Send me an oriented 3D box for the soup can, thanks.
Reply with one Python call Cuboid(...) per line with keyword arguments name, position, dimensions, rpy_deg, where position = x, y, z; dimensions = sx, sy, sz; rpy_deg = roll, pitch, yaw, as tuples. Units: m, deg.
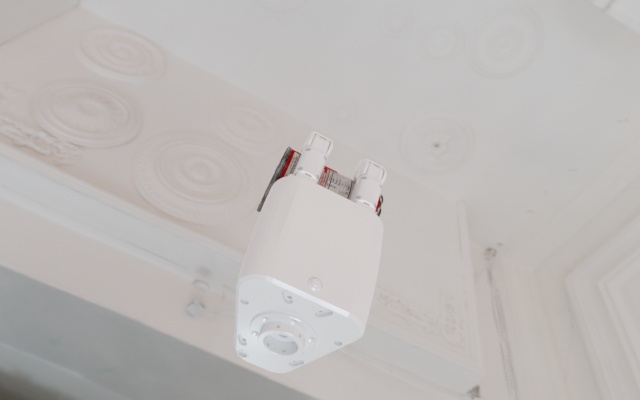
Cuboid(name="soup can", position=(0.000, 0.001, 0.455), dimensions=(0.102, 0.068, 0.068), rpy_deg=(26, -4, -8))
